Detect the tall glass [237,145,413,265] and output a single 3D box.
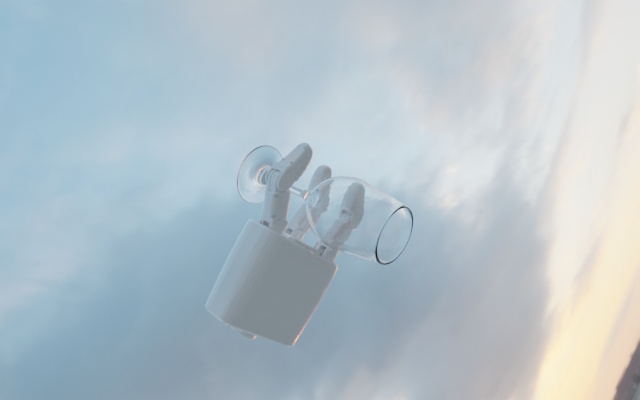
[{"bbox_3d":[0.000,0.001,0.521,0.201,0.079,0.079,24,15,37],"label":"tall glass"}]
